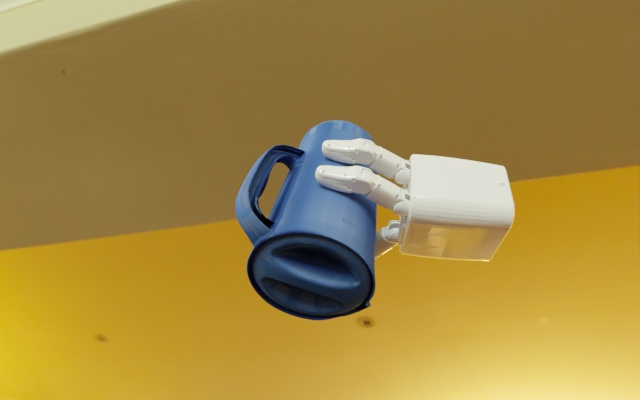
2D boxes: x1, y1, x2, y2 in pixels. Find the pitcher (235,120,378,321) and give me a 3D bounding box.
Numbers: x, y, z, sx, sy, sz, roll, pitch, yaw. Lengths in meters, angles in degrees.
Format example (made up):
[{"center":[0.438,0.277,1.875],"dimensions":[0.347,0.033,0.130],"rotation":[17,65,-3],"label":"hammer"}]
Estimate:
[{"center":[0.000,0.002,0.565],"dimensions":[0.145,0.149,0.242],"rotation":[4,40,8],"label":"pitcher"}]
